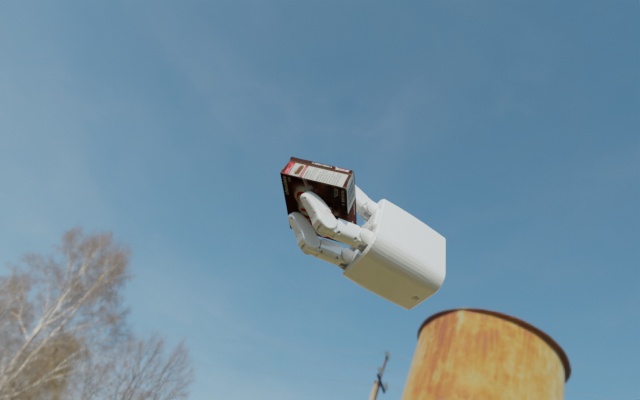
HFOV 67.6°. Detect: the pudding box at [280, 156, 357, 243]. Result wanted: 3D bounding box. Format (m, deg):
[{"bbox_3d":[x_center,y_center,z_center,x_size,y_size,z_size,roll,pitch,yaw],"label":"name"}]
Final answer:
[{"bbox_3d":[0.000,0.002,0.629,0.090,0.114,0.039,13,48,18],"label":"pudding box"}]
